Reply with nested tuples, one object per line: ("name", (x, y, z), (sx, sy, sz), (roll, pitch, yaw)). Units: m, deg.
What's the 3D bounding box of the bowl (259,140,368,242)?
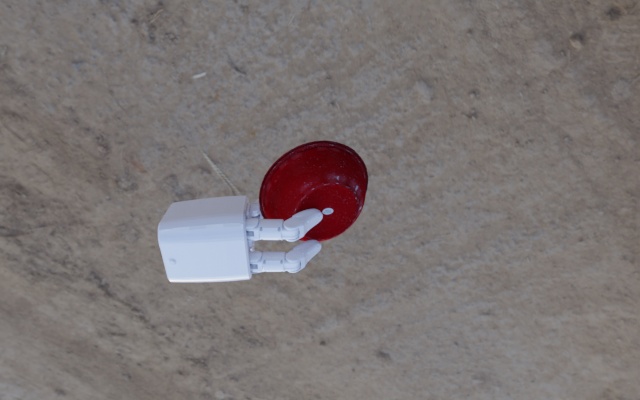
("bowl", (0.001, 0.002, 0.652), (0.162, 0.162, 0.055), (0, 33, -22))
